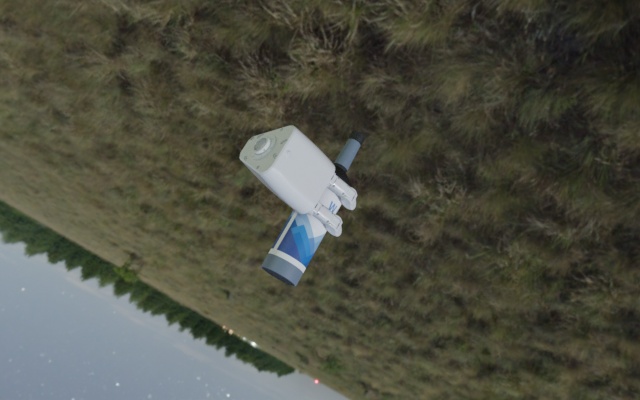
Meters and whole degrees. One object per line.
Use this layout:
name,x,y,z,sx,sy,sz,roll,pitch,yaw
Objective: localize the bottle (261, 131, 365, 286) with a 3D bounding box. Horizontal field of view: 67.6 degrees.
bottle,0.000,0.003,0.826,0.069,0.295,0.069,27,-18,9
